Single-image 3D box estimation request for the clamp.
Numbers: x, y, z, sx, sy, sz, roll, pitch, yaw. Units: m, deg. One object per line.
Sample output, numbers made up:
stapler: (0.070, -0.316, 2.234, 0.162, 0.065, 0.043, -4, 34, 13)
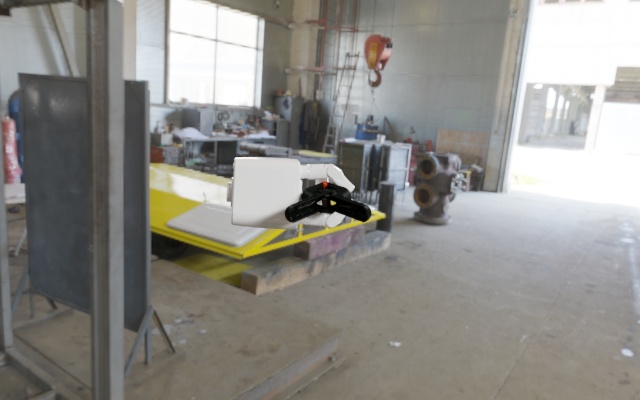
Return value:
clamp: (0.000, 0.002, 0.729, 0.120, 0.039, 0.171, 3, 11, -11)
